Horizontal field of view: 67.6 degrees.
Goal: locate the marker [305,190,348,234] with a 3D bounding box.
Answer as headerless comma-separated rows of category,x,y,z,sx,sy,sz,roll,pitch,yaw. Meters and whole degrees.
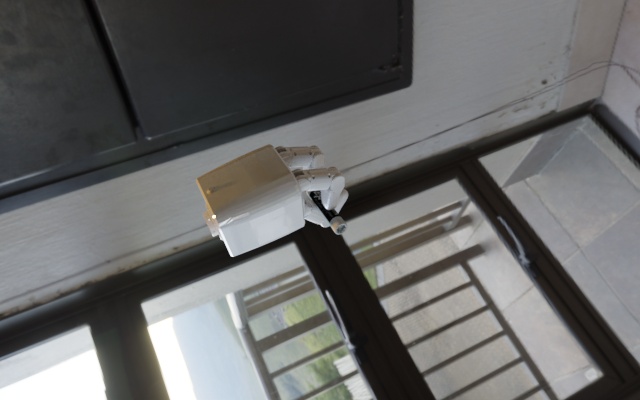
marker,0.000,0.002,0.652,0.020,0.020,0.121,0,35,-33
